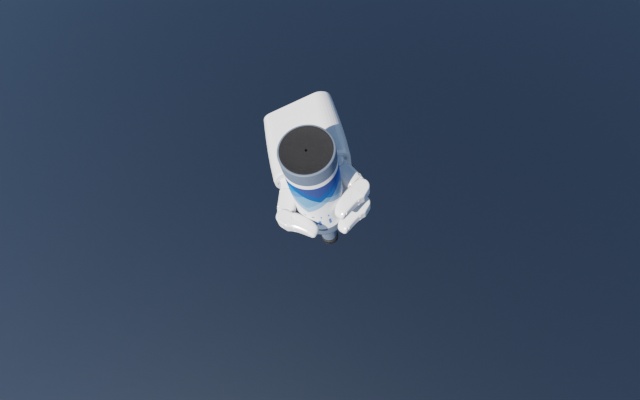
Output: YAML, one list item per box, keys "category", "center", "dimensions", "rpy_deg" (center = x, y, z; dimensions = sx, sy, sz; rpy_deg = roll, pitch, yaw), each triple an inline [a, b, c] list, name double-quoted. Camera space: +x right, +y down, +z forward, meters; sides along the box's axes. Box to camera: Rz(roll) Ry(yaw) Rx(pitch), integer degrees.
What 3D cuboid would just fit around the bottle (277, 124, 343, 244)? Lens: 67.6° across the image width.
- category: "bottle"
  center: [0.000, 0.002, 0.660]
  dimensions: [0.069, 0.069, 0.296]
  rpy_deg: [0, -23, 7]
